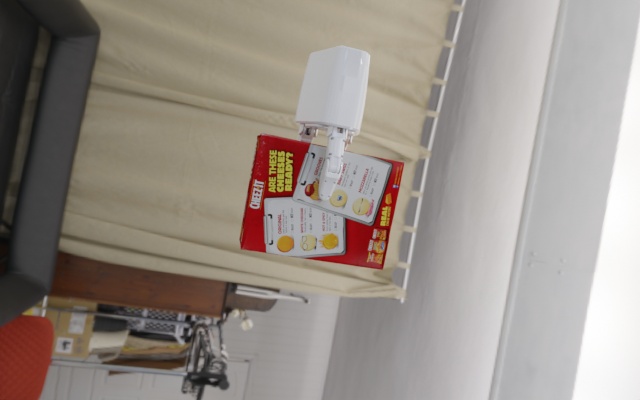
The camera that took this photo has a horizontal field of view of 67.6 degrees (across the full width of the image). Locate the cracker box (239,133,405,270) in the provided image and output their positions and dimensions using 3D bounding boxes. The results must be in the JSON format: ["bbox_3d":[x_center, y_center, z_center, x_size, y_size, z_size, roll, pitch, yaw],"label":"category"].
[{"bbox_3d":[0.000,0.002,0.701,0.214,0.164,0.072,10,4,-13],"label":"cracker box"}]
